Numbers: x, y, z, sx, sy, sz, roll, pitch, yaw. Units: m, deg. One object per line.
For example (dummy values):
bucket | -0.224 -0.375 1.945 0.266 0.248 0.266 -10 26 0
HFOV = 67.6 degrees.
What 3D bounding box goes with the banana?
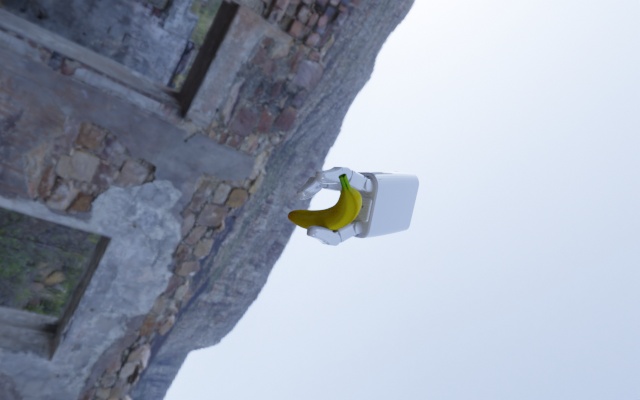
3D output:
banana | 0.012 0.017 0.760 0.037 0.069 0.198 -32 -2 -35
